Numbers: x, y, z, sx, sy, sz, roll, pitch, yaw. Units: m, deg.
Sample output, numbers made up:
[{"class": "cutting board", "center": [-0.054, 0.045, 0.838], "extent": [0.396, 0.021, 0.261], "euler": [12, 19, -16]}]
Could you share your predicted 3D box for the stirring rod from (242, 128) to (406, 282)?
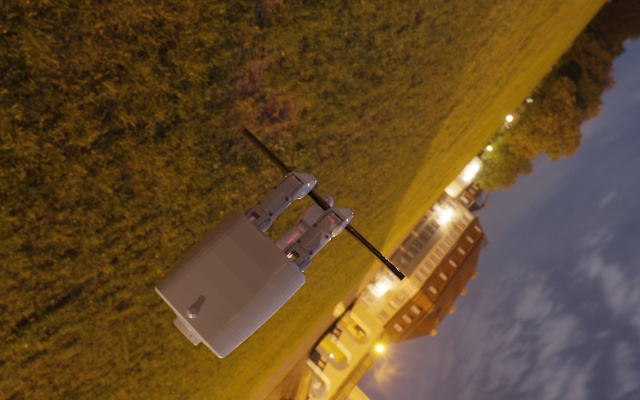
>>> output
[{"class": "stirring rod", "center": [0.000, 0.002, 0.522], "extent": [0.239, 0.011, 0.011], "euler": [43, 9, 10]}]
